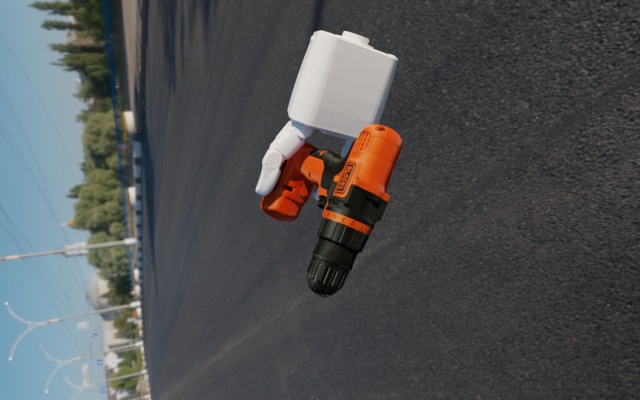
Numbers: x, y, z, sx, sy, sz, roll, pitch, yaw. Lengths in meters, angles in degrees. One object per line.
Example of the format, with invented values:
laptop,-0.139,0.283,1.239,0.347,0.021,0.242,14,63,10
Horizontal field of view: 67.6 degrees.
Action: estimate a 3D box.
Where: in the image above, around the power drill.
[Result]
power drill,0.000,0.001,0.547,0.057,0.184,0.187,28,-6,-32
